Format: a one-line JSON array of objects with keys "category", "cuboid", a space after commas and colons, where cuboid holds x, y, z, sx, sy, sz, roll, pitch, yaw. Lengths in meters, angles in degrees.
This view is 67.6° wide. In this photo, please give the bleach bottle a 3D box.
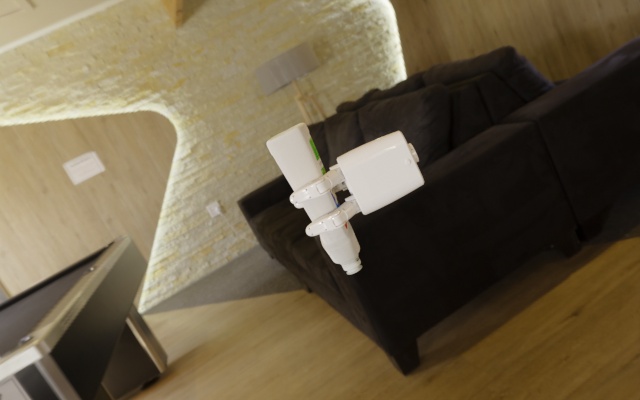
[{"category": "bleach bottle", "cuboid": [0.000, 0.003, 0.768, 0.068, 0.251, 0.102, -26, 11, 6]}]
